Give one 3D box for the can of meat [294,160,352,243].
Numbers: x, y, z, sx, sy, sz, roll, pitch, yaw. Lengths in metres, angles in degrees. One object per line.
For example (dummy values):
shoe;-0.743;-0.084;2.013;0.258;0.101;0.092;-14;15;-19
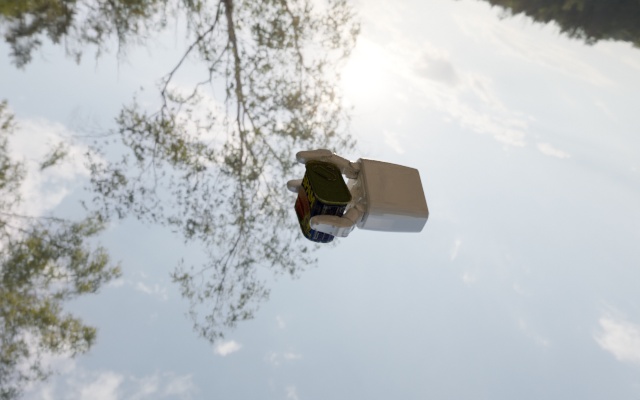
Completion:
can of meat;0.000;0.003;0.727;0.057;0.084;0.102;4;38;-20
